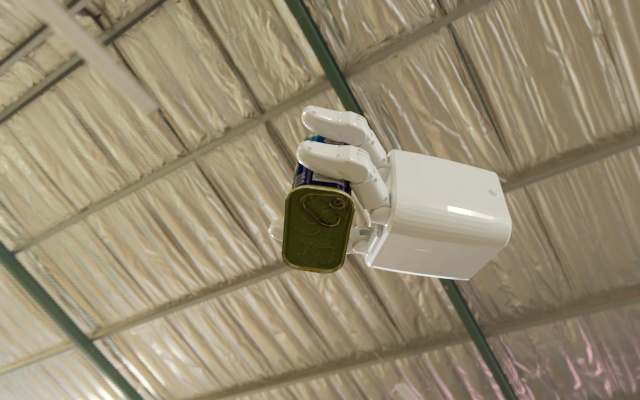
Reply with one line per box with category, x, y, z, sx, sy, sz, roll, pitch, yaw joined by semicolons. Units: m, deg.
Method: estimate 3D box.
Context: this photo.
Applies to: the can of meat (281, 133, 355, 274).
can of meat;0.000;0.001;0.438;0.057;0.102;0.083;8;42;0
